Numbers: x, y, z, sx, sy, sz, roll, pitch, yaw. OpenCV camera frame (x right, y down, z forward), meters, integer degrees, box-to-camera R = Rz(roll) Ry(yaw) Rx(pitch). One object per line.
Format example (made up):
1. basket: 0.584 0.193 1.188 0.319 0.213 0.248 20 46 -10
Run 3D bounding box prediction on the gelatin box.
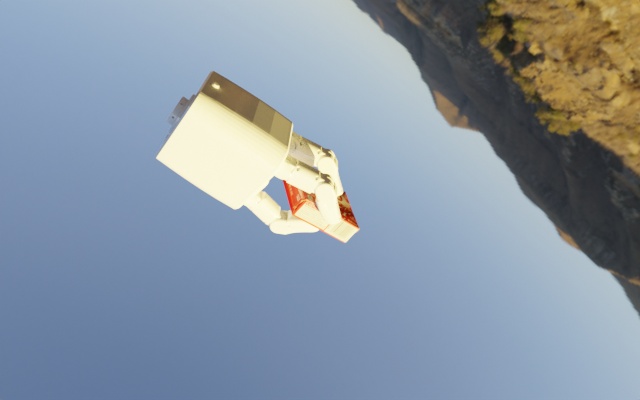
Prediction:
1. gelatin box: 0.000 0.002 0.576 0.089 0.030 0.073 30 26 -32
